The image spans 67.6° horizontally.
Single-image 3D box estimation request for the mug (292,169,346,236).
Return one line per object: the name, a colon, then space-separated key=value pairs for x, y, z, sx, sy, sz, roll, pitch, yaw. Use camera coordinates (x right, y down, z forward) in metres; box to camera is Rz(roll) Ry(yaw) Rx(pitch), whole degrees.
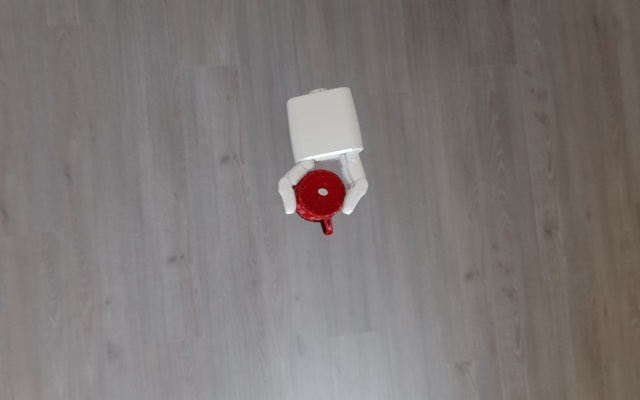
mug: x=0.000 y=0.004 z=0.813 sx=0.093 sy=0.117 sz=0.081 roll=-12 pitch=-2 yaw=-7
